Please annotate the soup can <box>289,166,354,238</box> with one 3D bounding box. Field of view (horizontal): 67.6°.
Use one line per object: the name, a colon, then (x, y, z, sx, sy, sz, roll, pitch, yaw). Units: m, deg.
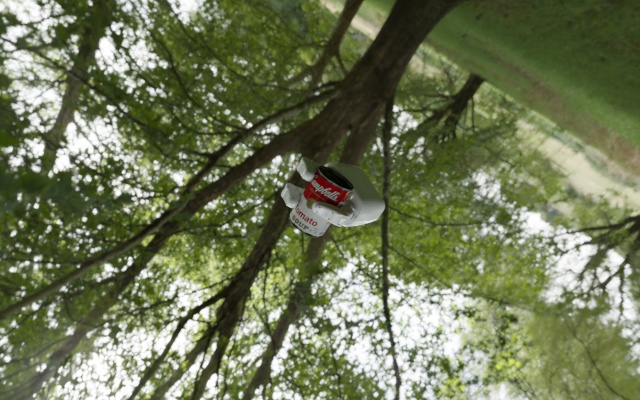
soup can: (0.000, 0.003, 0.797, 0.068, 0.102, 0.068, 29, 20, -11)
